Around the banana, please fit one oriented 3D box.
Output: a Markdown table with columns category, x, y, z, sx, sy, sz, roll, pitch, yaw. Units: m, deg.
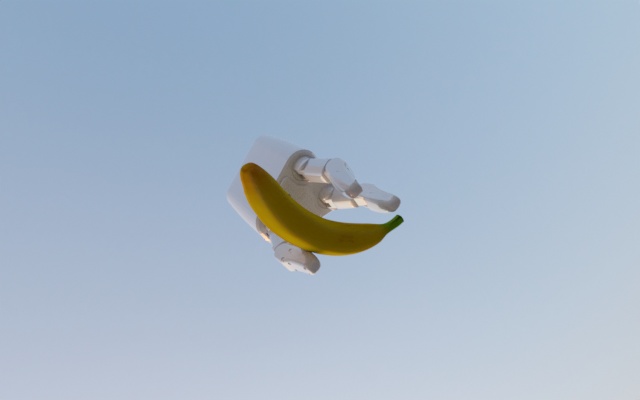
| category | x | y | z | sx | sy | sz | roll | pitch | yaw |
| --- | --- | --- | --- | --- | --- | --- | --- | --- | --- |
| banana | -0.005 | 0.019 | 0.480 | 0.198 | 0.069 | 0.037 | 18 | 12 | -35 |
